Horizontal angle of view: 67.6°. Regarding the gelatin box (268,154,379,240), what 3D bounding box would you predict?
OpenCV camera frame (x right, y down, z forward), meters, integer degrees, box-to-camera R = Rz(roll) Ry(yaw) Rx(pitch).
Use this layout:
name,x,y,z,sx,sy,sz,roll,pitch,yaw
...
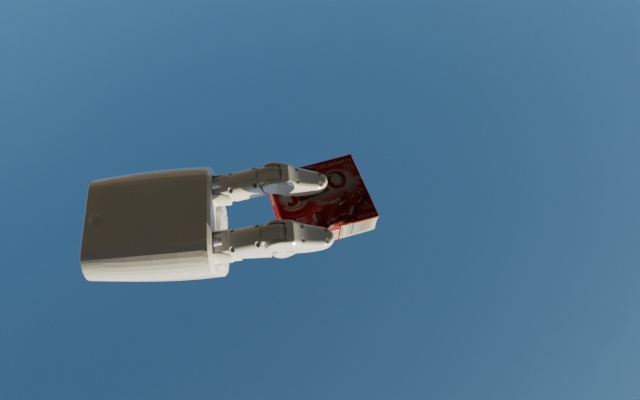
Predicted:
name,x,y,z,sx,sy,sz,roll,pitch,yaw
gelatin box,0.000,0.002,0.450,0.089,0.073,0.030,-15,-28,-13
